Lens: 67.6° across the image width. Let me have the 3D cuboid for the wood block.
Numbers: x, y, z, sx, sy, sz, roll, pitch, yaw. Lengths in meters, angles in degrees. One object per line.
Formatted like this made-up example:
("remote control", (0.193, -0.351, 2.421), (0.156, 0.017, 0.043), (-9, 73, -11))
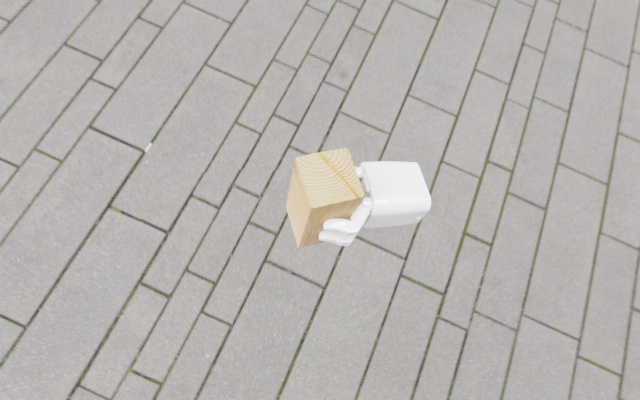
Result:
("wood block", (0.000, 0.002, 0.830), (0.090, 0.090, 0.206), (-12, -20, -14))
